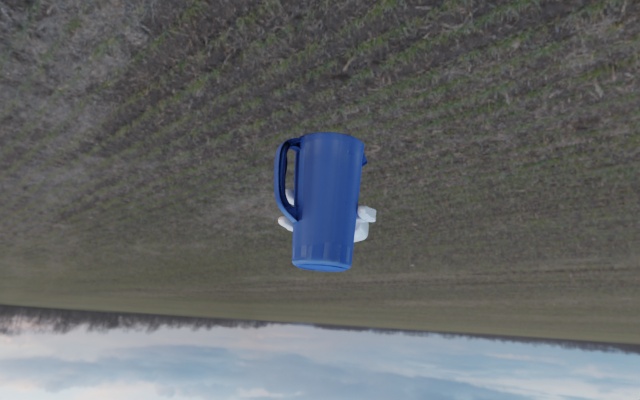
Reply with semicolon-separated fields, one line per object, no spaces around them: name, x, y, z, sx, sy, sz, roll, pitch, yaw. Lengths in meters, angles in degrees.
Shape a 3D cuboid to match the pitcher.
pitcher;0.000;0.003;0.881;0.149;0.242;0.145;0;-15;15
